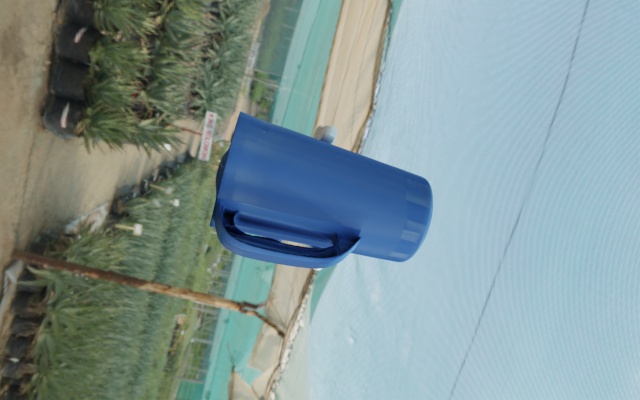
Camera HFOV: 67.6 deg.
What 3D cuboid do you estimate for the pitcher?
[{"bbox_3d":[0.000,0.002,0.550,0.243,0.149,0.145,15,-2,-10],"label":"pitcher"}]
